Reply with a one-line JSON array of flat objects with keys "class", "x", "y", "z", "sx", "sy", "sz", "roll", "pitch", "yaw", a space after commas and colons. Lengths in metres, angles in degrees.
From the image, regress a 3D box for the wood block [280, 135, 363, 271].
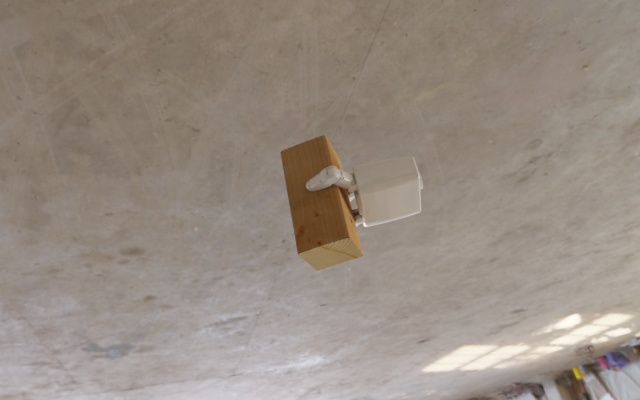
[{"class": "wood block", "x": 0.000, "y": 0.003, "z": 0.835, "sx": 0.090, "sy": 0.206, "sz": 0.091, "roll": -19, "pitch": -31, "yaw": 12}]
